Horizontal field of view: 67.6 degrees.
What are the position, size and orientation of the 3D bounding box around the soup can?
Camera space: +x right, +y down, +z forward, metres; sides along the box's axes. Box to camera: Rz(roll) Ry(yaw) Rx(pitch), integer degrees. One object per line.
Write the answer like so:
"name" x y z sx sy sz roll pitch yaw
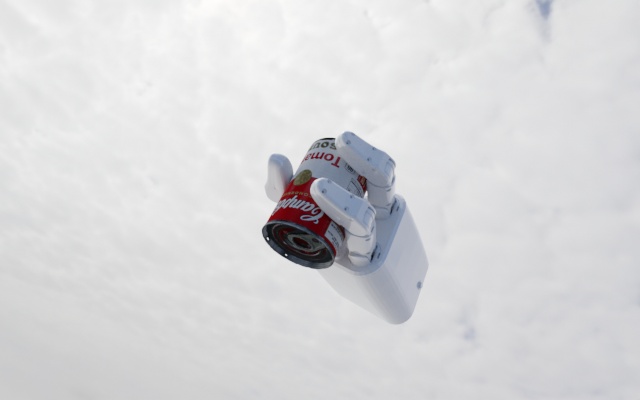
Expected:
"soup can" 0.000 0.001 0.432 0.068 0.102 0.069 20 -32 13
